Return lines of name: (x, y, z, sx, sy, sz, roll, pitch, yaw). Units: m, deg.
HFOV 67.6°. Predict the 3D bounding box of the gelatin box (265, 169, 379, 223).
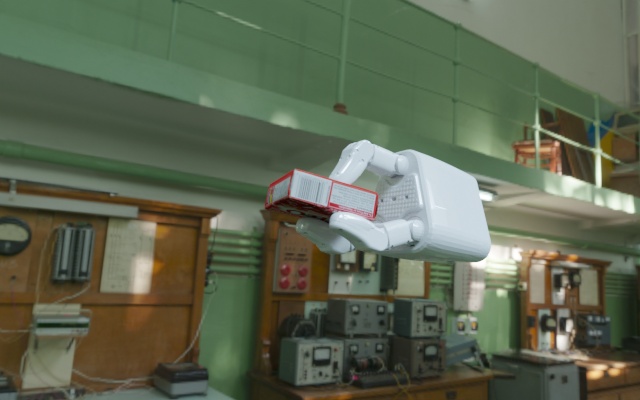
gelatin box: (0.000, 0.001, 0.458, 0.089, 0.030, 0.073, 15, -14, -21)
